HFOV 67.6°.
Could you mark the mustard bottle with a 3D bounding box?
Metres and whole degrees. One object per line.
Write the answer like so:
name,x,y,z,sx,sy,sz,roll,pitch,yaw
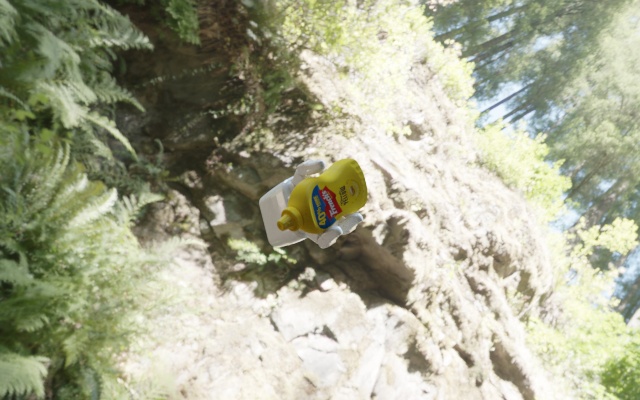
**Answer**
mustard bottle,0.001,0.003,0.819,0.058,0.096,0.191,9,30,45
